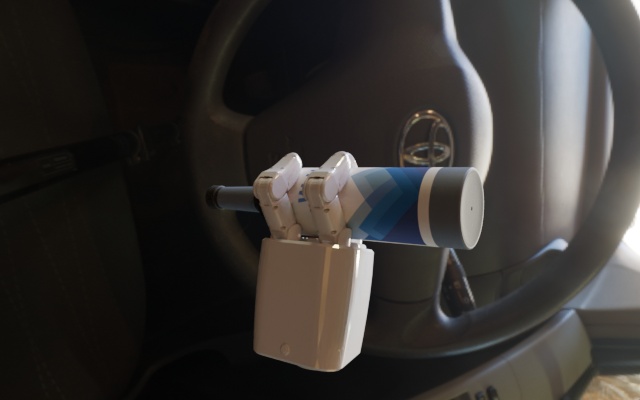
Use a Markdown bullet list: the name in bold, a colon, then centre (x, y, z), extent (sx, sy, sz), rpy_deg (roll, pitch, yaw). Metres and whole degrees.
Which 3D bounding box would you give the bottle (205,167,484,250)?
- **bottle**: centre (0.000, 0.001, 0.465), extent (0.295, 0.069, 0.069), rpy_deg (2, 1, 34)
